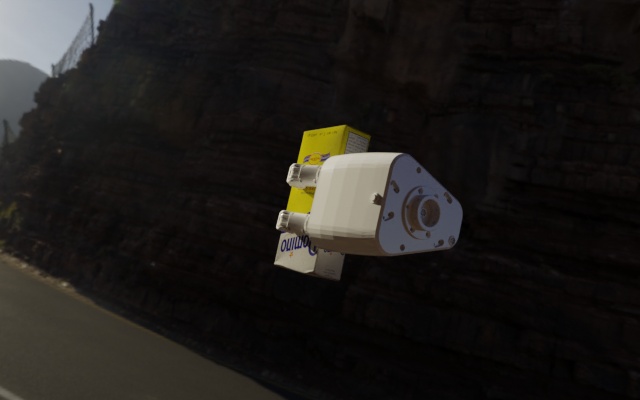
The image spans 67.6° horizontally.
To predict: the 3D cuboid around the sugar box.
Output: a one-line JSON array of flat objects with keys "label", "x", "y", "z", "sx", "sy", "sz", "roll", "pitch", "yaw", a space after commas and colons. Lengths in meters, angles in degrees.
[{"label": "sugar box", "x": 0.000, "y": 0.002, "z": 0.579, "sx": 0.048, "sy": 0.176, "sz": 0.093, "roll": 20, "pitch": -10, "yaw": -33}]
